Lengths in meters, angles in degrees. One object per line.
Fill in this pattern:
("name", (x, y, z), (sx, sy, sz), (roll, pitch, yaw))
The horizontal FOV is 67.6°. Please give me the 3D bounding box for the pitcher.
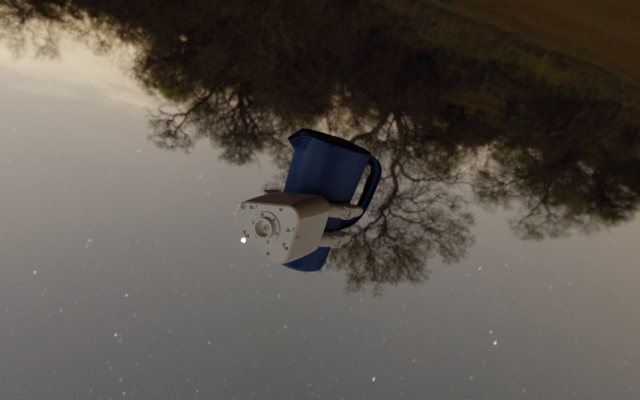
("pitcher", (0.000, 0.003, 0.865), (0.149, 0.243, 0.145), (24, 15, 19))
